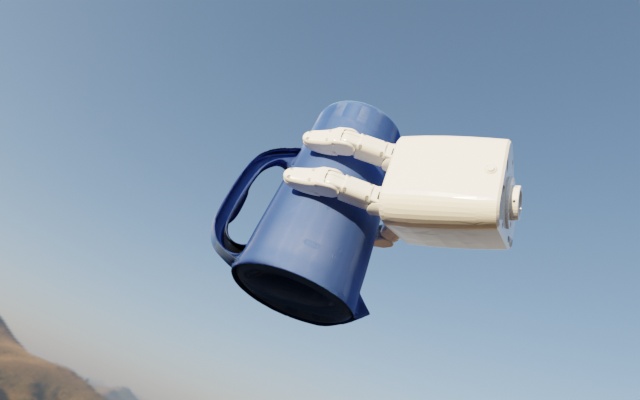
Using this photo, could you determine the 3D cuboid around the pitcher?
[{"bbox_3d":[0.000,0.002,0.534,0.145,0.242,0.149,3,-36,31],"label":"pitcher"}]
